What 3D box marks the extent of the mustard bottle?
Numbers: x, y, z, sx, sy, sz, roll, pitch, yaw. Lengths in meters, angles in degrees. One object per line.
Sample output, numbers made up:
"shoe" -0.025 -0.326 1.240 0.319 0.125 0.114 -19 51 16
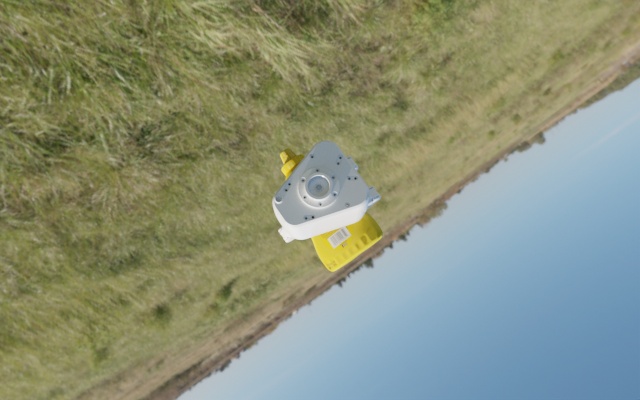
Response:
"mustard bottle" 0.000 0.003 0.709 0.096 0.191 0.058 -39 -9 18
